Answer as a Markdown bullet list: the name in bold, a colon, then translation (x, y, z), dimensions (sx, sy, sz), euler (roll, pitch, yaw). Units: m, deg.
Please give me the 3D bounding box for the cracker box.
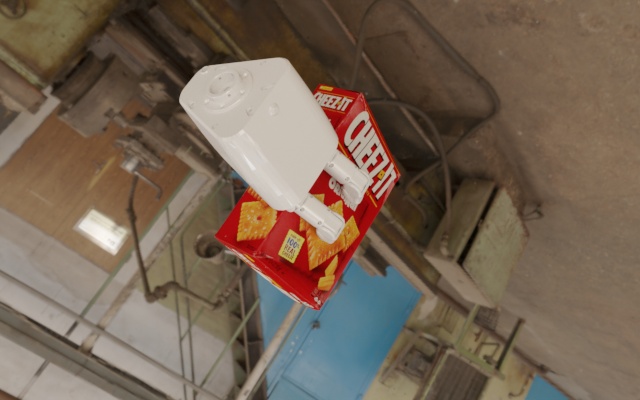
- **cracker box**: translation (0.000, 0.002, 0.559), dimensions (0.072, 0.213, 0.164), euler (21, -20, 35)
